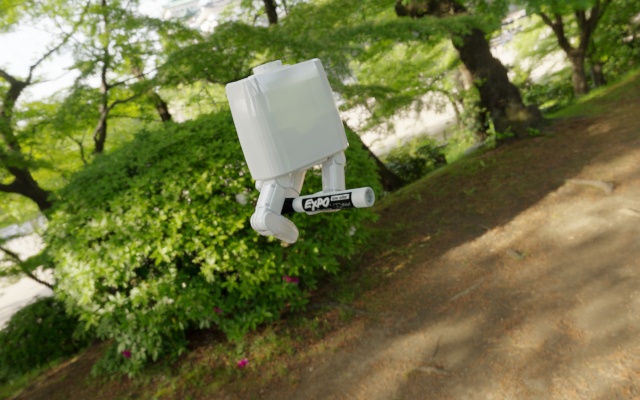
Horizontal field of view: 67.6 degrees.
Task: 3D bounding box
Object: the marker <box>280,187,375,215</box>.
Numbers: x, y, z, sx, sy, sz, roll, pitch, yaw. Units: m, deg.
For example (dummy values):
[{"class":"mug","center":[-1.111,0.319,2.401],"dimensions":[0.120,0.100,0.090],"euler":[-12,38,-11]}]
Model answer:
[{"class":"marker","center":[0.000,0.002,0.492],"dimensions":[0.121,0.020,0.020],"euler":[-6,-4,39]}]
